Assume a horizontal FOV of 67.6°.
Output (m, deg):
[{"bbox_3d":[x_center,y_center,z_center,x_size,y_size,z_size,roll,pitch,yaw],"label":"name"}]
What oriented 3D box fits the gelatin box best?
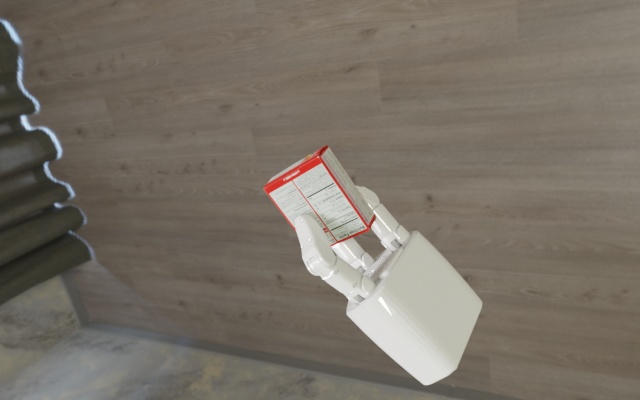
[{"bbox_3d":[0.000,0.001,0.466,0.073,0.089,0.030,-28,16,32],"label":"gelatin box"}]
